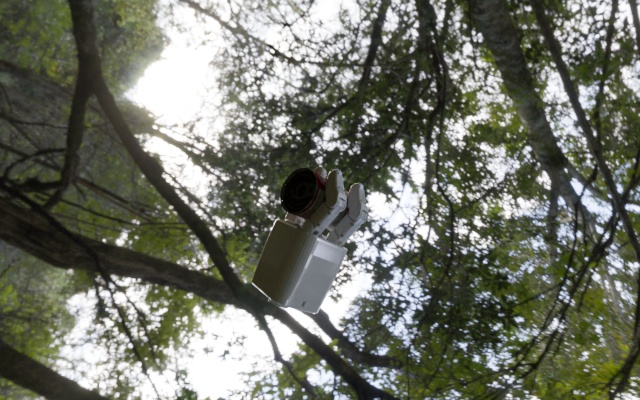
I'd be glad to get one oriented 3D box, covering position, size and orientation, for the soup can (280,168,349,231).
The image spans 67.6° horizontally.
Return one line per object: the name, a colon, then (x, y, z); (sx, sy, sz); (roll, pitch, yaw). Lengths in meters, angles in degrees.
soup can: (0.000, 0.002, 0.702); (0.068, 0.068, 0.102); (0, -19, 42)
